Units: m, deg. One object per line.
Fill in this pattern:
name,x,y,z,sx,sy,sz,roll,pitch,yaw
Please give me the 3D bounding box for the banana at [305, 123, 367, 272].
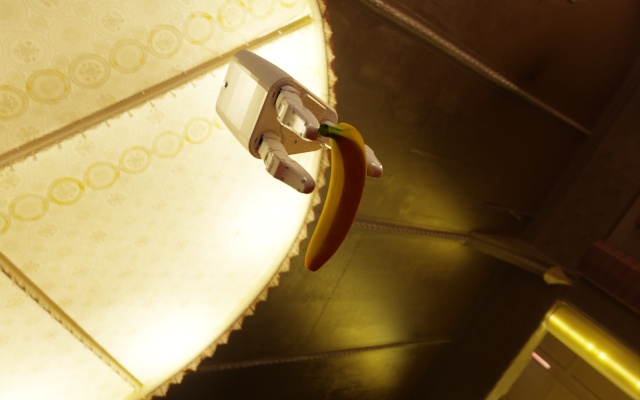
banana,0.016,-0.007,0.505,0.069,0.198,0.037,-20,46,-27
